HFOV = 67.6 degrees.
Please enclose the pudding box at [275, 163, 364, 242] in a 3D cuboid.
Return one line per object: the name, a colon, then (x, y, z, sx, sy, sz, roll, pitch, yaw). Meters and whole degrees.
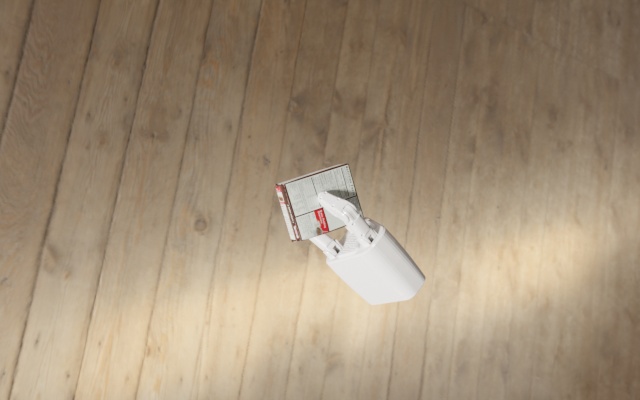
pudding box: (0.000, 0.002, 0.700, 0.113, 0.090, 0.039, -19, 5, -26)
